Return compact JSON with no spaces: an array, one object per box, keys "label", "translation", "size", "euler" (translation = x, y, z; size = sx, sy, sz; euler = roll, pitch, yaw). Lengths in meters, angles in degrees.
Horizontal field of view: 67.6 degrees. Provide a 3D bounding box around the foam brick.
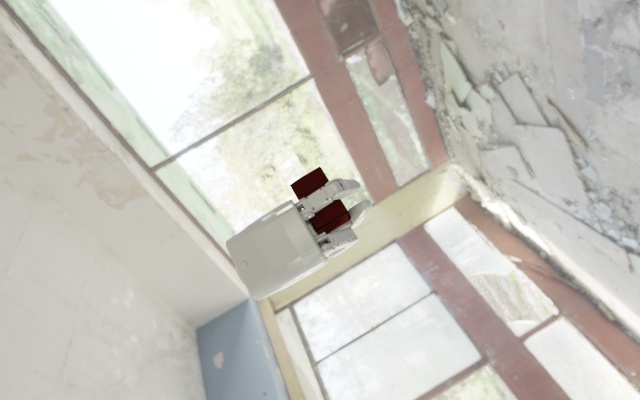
[{"label":"foam brick","translation":[0.000,0.002,0.662],"size":[0.051,0.078,0.053],"euler":[-31,-17,1]}]
